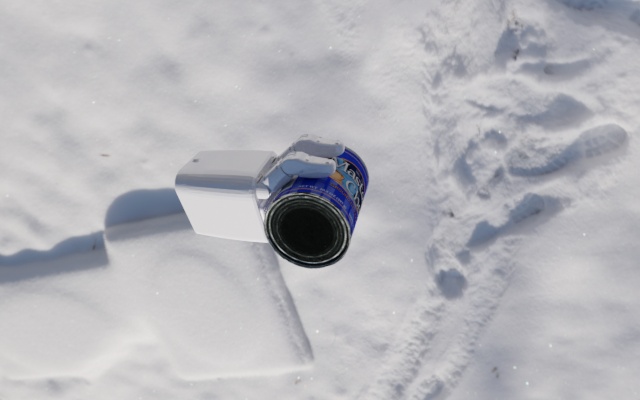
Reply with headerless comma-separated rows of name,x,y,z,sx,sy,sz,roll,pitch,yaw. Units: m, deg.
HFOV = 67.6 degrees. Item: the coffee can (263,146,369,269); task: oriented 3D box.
coffee can,0.000,0.002,0.595,0.103,0.103,0.140,0,29,15
